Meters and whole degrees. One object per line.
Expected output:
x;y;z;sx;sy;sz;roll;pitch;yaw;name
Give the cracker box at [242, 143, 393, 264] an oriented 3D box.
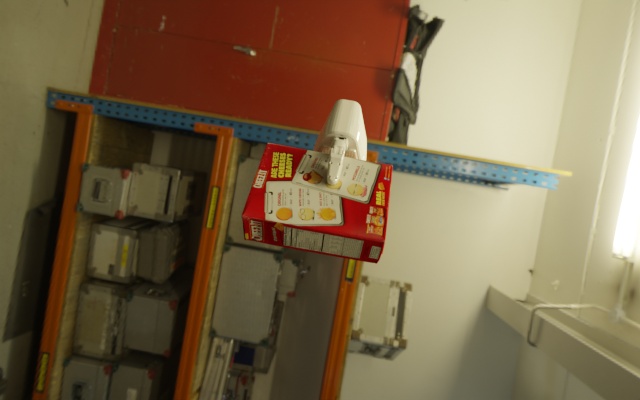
0.000;0.002;0.760;0.213;0.164;0.072;10;-41;3;cracker box
